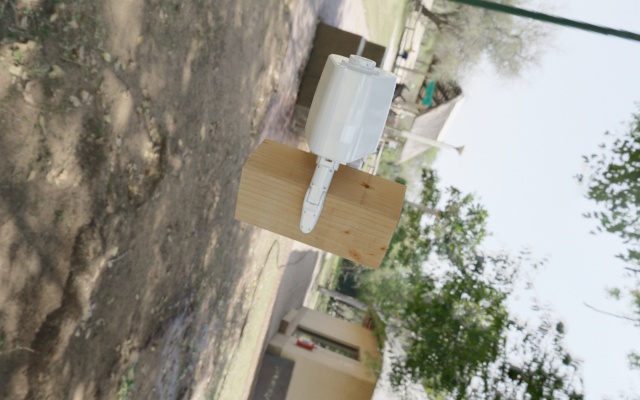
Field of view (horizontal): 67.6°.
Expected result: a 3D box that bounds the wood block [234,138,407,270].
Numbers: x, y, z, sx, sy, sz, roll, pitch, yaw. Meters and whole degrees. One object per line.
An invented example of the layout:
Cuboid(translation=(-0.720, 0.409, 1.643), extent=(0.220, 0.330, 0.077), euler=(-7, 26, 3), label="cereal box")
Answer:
Cuboid(translation=(0.000, 0.002, 0.646), extent=(0.206, 0.090, 0.090), euler=(19, 35, 5), label="wood block")
